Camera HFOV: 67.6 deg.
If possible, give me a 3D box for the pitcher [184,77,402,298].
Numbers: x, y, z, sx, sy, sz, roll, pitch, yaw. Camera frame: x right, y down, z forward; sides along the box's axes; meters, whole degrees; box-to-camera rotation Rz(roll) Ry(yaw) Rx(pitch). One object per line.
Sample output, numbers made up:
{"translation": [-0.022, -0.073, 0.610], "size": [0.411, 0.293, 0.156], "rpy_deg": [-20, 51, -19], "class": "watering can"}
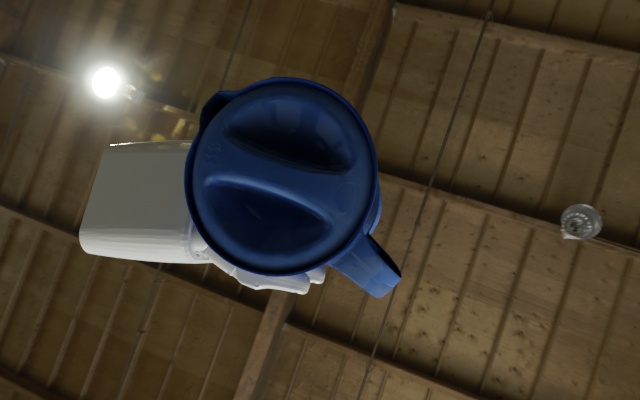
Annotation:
{"translation": [0.000, 0.001, 0.423], "size": [0.145, 0.149, 0.243], "rpy_deg": [-1, -5, 12], "class": "pitcher"}
